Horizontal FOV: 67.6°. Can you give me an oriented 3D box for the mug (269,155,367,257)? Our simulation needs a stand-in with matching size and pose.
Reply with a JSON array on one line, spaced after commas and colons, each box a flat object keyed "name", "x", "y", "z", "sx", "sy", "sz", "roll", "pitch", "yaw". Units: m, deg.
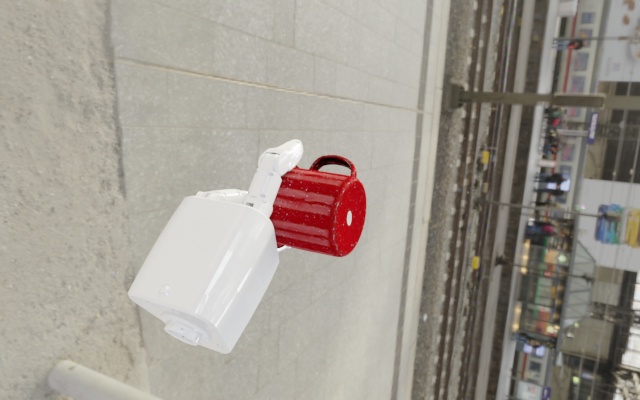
[{"name": "mug", "x": 0.001, "y": 0.001, "z": 0.492, "sx": 0.081, "sy": 0.117, "sz": 0.093, "roll": 10, "pitch": -33, "yaw": 27}]
